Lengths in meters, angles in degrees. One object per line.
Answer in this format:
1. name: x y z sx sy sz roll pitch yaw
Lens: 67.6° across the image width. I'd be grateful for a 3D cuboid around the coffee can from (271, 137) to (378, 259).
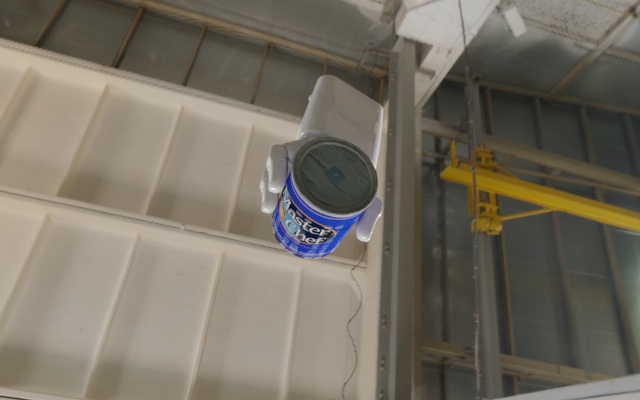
1. coffee can: 0.000 0.002 0.603 0.103 0.102 0.140 0 -27 -17
